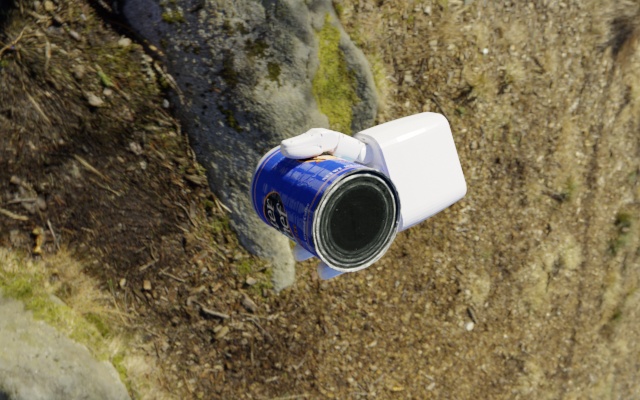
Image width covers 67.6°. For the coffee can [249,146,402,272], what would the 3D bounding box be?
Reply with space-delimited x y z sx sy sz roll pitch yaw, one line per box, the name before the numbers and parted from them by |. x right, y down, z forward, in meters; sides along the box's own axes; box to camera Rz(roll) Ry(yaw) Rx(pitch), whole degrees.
coffee can | 0.000 0.002 0.501 0.103 0.103 0.140 0 15 -33
